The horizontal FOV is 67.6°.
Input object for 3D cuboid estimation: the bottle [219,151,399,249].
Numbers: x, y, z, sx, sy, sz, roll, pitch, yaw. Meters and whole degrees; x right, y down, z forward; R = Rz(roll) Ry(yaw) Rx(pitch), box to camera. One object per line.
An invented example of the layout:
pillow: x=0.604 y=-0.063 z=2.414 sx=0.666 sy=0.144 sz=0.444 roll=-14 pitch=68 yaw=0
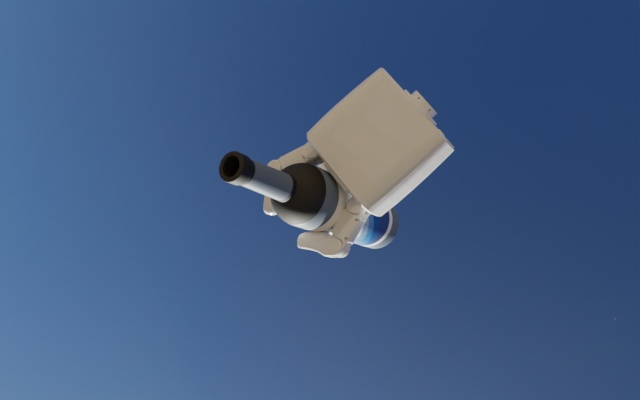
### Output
bottle: x=0.000 y=0.002 z=0.523 sx=0.069 sy=0.069 sz=0.296 roll=0 pitch=-12 yaw=32
